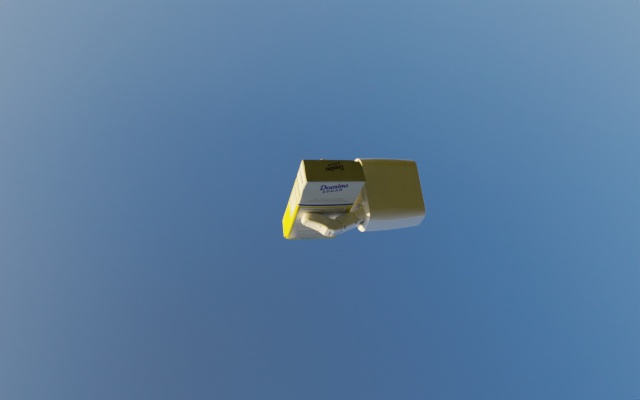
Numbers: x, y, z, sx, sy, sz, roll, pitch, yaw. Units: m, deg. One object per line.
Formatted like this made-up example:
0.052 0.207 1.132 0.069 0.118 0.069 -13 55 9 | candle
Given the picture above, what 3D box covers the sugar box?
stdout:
0.000 0.002 0.756 0.093 0.048 0.176 0 -34 -17 | sugar box
